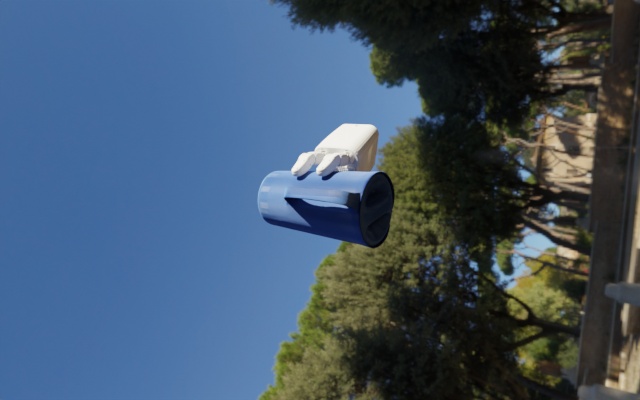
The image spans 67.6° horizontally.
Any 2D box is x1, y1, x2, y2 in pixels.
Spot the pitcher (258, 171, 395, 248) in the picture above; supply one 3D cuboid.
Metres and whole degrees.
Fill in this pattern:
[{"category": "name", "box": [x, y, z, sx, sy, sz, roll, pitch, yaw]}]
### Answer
[{"category": "pitcher", "box": [0.000, 0.003, 0.876, 0.243, 0.149, 0.145, 6, 39, 33]}]
